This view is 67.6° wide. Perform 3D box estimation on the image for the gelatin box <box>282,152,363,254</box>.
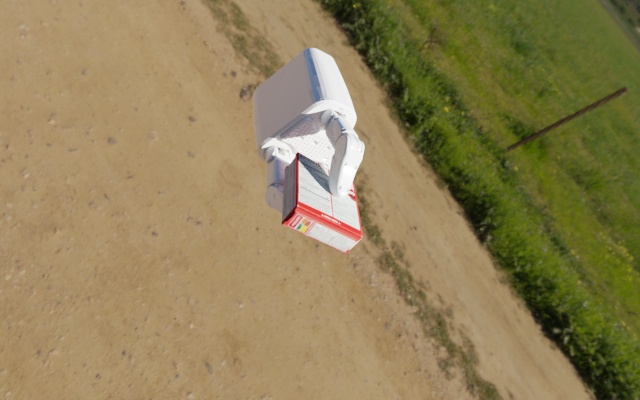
[{"bbox_3d":[0.000,0.001,0.468,0.073,0.030,0.089,27,32,-22],"label":"gelatin box"}]
